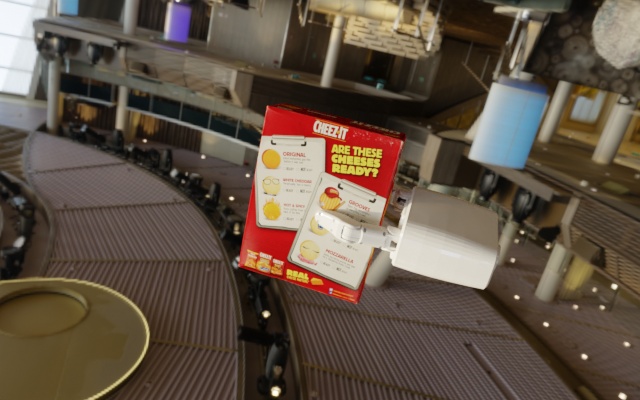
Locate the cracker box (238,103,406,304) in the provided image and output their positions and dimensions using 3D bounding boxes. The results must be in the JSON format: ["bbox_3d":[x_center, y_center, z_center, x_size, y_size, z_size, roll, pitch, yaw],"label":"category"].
[{"bbox_3d":[0.000,0.002,0.598,0.164,0.214,0.072,16,19,9],"label":"cracker box"}]
